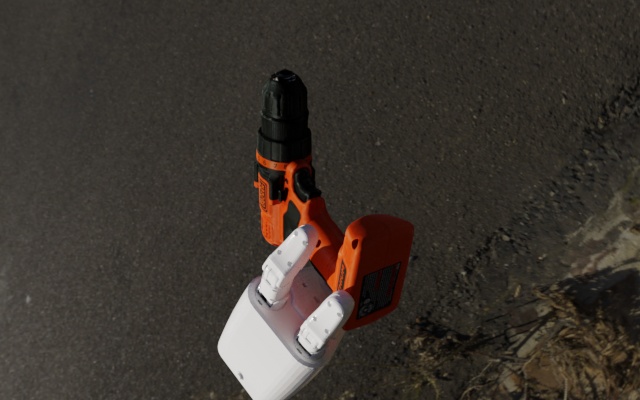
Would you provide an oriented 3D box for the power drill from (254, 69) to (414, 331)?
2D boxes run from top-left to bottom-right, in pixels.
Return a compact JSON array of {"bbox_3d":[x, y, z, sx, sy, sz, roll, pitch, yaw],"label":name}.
[{"bbox_3d":[0.000,0.002,0.412,0.057,0.185,0.187,-17,41,-24],"label":"power drill"}]
